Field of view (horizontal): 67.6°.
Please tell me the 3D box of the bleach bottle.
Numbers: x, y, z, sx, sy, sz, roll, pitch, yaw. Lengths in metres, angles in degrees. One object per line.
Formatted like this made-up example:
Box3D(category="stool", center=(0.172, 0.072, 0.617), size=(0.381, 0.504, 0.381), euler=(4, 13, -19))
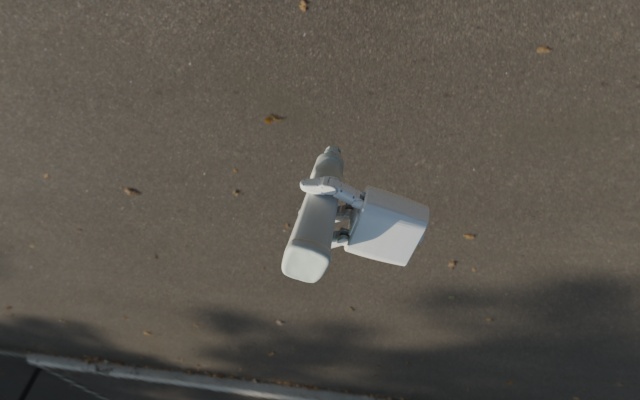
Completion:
Box3D(category="bleach bottle", center=(0.000, 0.003, 0.782), size=(0.068, 0.250, 0.103), euler=(17, -37, -4))
